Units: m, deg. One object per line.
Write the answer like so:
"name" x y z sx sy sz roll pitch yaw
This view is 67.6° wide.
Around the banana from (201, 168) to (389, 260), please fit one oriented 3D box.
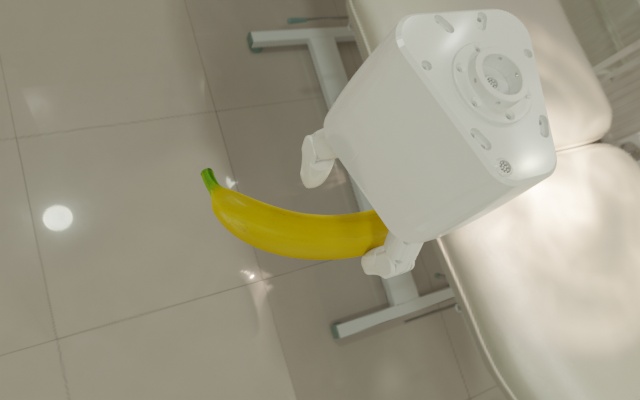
"banana" -0.005 0.018 0.402 0.198 0.069 0.037 11 -26 -14
